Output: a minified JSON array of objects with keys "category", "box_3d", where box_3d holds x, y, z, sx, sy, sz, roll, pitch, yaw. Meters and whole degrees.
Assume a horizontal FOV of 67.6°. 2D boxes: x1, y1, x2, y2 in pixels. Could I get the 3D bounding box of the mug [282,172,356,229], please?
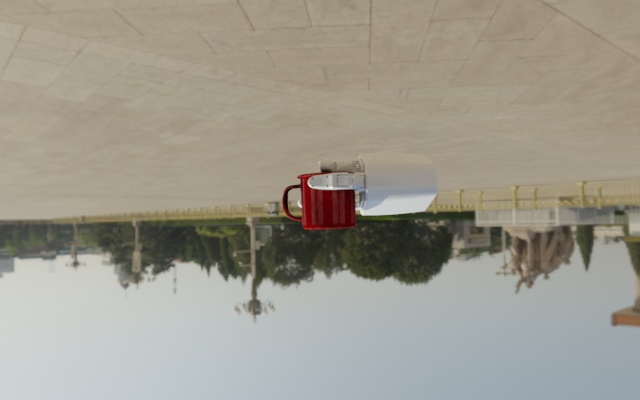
[{"category":"mug","box_3d":[-0.001,0.003,0.725,0.117,0.081,0.093,-2,-2,1]}]
